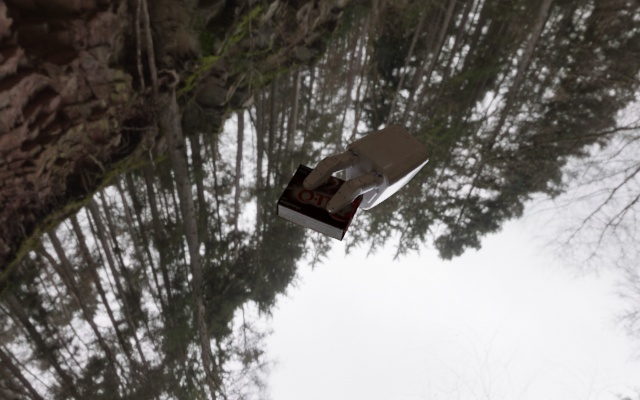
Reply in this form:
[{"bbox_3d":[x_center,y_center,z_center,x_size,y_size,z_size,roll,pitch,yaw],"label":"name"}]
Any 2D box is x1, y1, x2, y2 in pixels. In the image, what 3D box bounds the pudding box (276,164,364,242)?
[{"bbox_3d":[0.000,0.002,0.737,0.113,0.090,0.039,20,-39,11],"label":"pudding box"}]
